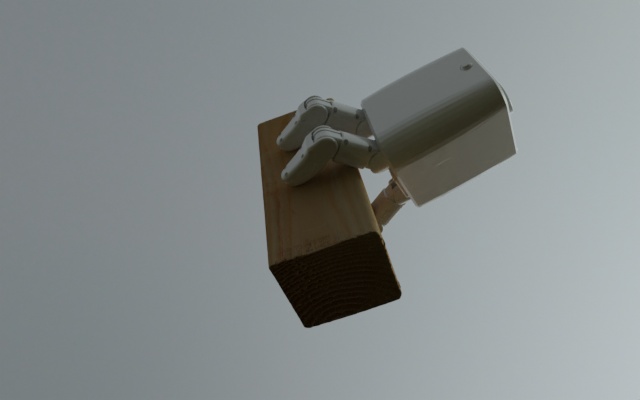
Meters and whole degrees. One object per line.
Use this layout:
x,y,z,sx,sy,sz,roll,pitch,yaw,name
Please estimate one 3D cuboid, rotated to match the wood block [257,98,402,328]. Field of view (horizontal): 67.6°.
0.001,0.001,0.456,0.090,0.091,0.206,-19,40,6,wood block
